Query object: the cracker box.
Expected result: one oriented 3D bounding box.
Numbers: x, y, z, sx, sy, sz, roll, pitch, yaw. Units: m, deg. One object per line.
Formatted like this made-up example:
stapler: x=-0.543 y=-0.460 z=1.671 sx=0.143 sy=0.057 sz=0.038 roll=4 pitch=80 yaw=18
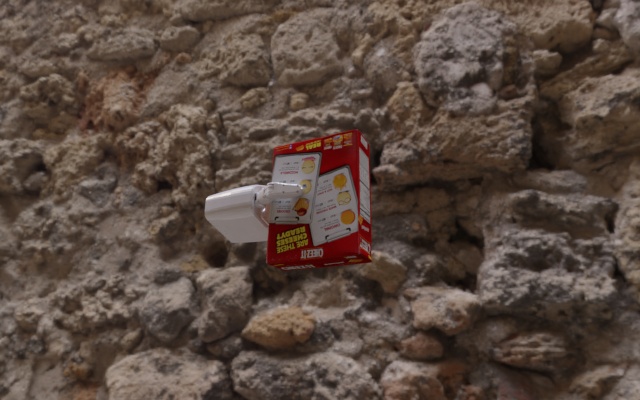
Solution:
cracker box: x=0.000 y=0.002 z=0.801 sx=0.164 sy=0.213 sz=0.072 roll=-9 pitch=-23 yaw=24
